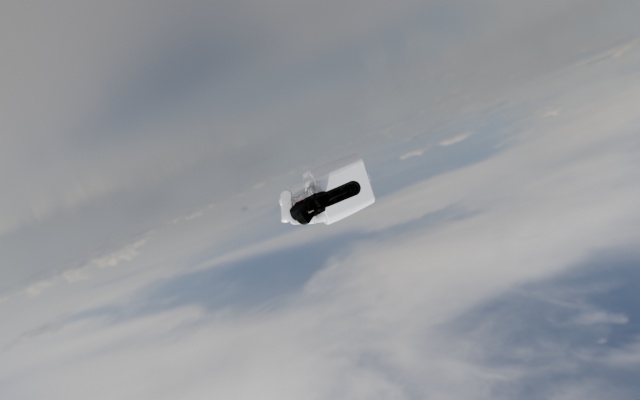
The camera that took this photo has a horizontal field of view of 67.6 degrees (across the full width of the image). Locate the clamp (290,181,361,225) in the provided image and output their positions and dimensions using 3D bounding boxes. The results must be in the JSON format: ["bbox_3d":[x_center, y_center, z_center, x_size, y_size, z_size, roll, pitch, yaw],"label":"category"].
[{"bbox_3d":[0.000,0.003,0.830,0.120,0.039,0.171,-23,7,-11],"label":"clamp"}]
